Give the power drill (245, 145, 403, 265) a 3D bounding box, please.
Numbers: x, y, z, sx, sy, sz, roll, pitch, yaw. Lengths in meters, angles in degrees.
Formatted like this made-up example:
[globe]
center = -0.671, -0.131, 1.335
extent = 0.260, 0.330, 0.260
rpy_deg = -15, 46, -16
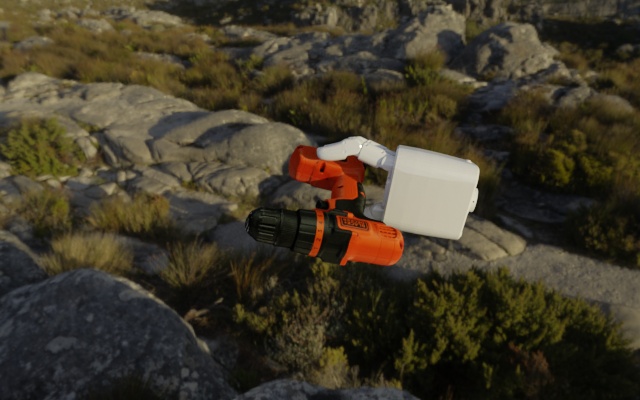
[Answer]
[power drill]
center = 0.000, 0.002, 0.600
extent = 0.184, 0.057, 0.187
rpy_deg = 13, 34, -14
